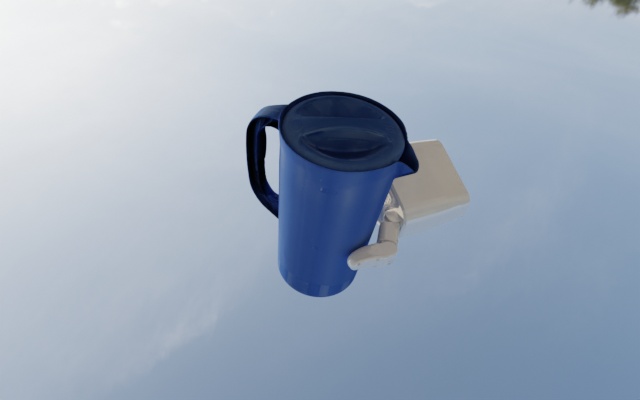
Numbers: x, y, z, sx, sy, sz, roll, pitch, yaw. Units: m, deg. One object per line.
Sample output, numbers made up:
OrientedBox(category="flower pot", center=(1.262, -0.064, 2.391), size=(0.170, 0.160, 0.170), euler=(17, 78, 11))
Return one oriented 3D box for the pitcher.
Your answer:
OrientedBox(category="pitcher", center=(0.000, 0.002, 0.564), size=(0.145, 0.243, 0.149), euler=(-14, 50, -23))
